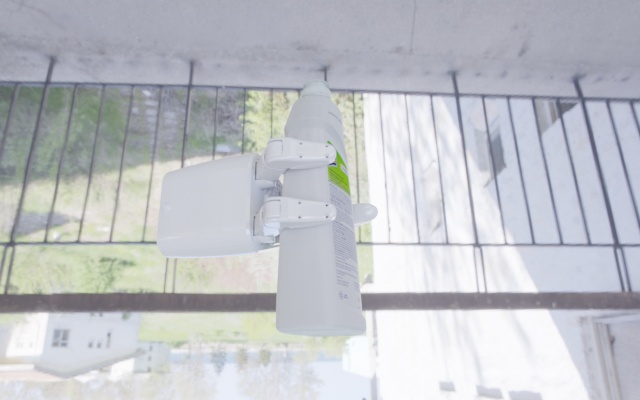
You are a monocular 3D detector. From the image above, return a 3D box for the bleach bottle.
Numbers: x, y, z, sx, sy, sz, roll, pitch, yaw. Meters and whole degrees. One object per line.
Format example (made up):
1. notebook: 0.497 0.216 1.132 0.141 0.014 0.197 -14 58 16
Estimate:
1. bleach bottle: 0.000 0.002 0.469 0.068 0.250 0.102 -7 -20 19
